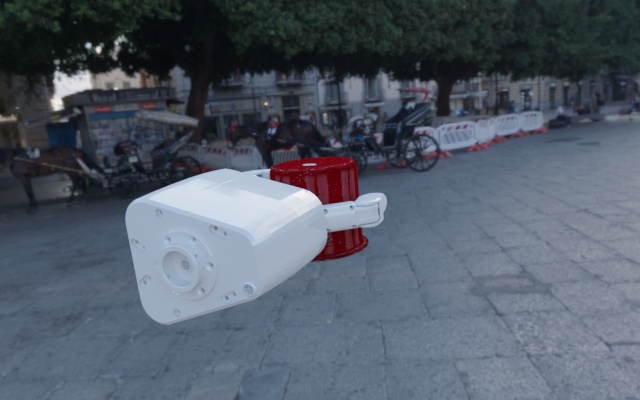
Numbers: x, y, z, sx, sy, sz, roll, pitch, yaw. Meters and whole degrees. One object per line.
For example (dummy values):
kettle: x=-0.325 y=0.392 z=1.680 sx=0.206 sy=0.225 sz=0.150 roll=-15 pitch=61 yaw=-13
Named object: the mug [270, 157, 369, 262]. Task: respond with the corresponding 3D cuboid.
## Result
mug: x=0.001 y=0.001 z=0.462 sx=0.093 sy=0.081 sz=0.117 roll=-1 pitch=13 yaw=20
